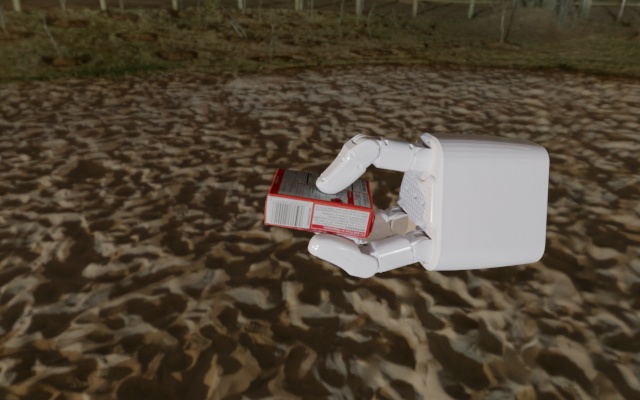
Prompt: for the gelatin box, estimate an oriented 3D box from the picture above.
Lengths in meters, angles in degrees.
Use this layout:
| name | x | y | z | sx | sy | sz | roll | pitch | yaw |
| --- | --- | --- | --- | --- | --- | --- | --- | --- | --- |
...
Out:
| name | x | y | z | sx | sy | sz | roll | pitch | yaw |
| --- | --- | --- | --- | --- | --- | --- | --- | --- | --- |
| gelatin box | 0.000 | 0.001 | 0.416 | 0.089 | 0.030 | 0.073 | 9 | 21 | -2 |
